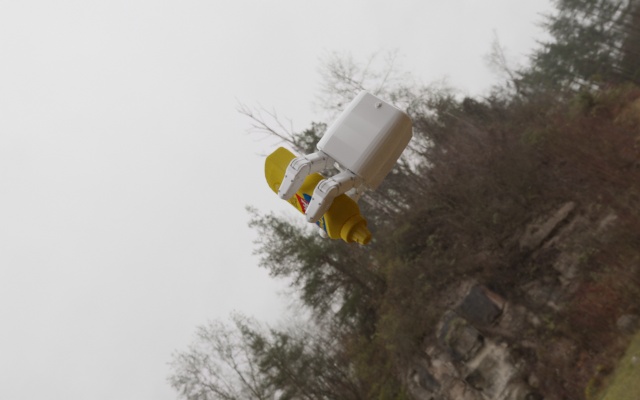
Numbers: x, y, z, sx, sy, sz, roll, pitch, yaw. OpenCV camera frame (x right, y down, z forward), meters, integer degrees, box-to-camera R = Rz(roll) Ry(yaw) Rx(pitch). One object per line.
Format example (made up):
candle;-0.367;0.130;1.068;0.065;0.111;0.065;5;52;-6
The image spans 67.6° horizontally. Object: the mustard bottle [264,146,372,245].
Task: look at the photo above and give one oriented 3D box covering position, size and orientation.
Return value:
mustard bottle;0.000;0.002;0.691;0.191;0.058;0.096;38;-23;31
